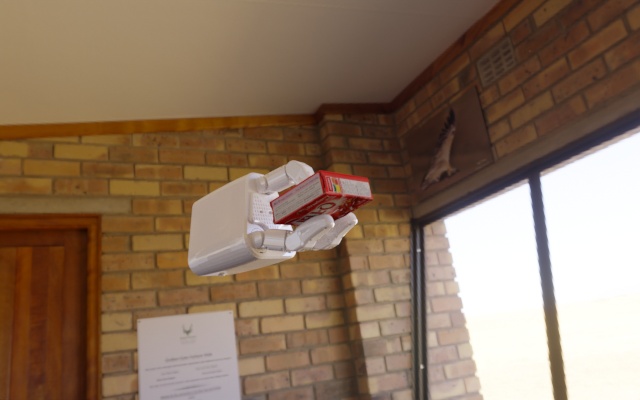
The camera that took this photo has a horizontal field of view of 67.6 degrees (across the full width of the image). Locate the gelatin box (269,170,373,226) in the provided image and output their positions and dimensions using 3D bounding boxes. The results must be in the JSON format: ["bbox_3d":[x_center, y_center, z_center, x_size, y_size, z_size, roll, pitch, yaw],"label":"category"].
[{"bbox_3d":[0.000,0.001,0.519,0.073,0.030,0.089,7,-28,-43],"label":"gelatin box"}]
